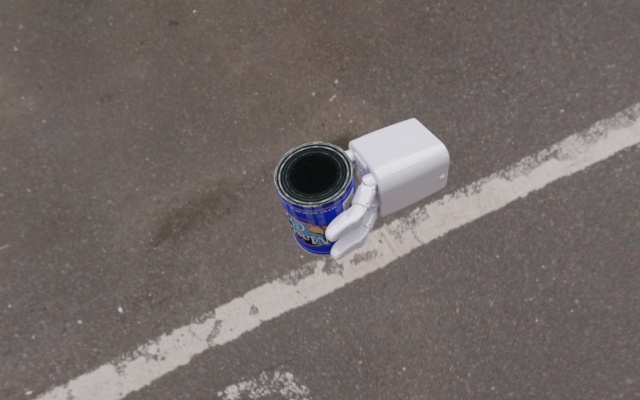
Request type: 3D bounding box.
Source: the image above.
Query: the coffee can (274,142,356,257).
[{"bbox_3d":[0.000,0.002,0.664,0.103,0.102,0.140,0,-32,9],"label":"coffee can"}]
